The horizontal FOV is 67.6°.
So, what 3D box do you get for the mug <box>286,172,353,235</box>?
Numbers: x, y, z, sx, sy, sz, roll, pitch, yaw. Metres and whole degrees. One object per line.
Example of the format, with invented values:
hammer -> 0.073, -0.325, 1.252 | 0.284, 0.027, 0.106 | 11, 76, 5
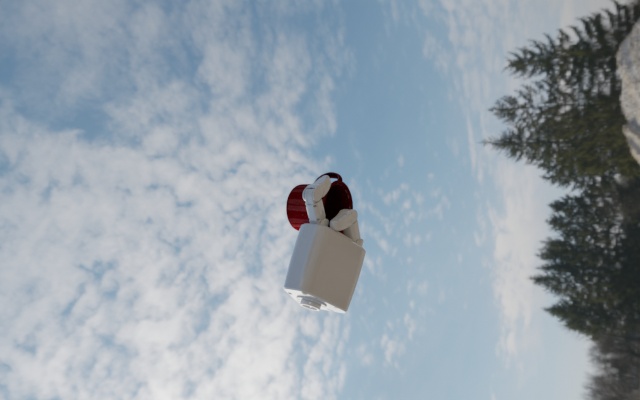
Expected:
mug -> 0.000, 0.001, 0.804 | 0.081, 0.117, 0.093 | 1, -28, 34
